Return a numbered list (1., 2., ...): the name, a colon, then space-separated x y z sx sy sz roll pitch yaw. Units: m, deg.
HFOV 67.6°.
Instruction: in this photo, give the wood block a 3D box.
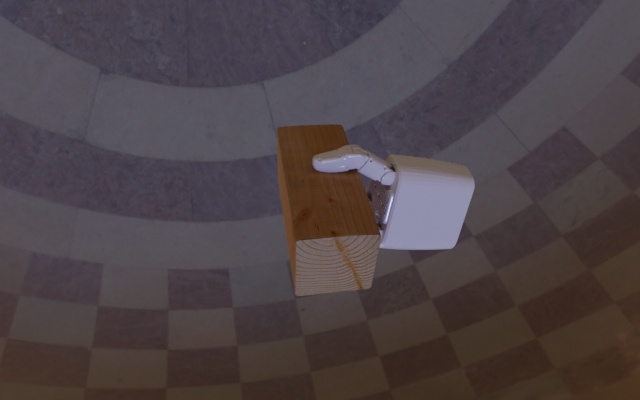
1. wood block: 0.001 0.002 0.580 0.090 0.091 0.206 -4 42 -9
